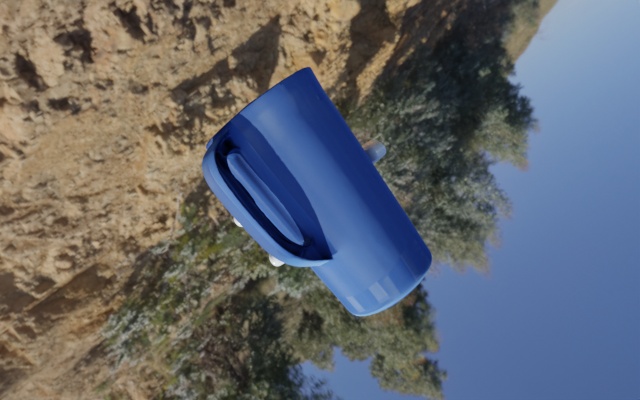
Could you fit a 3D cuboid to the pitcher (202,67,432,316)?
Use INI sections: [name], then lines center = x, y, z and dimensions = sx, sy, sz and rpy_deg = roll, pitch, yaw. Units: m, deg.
[pitcher]
center = 0.000, 0.002, 0.490
dimensions = 0.149, 0.243, 0.145
rpy_deg = -38, 6, -5
